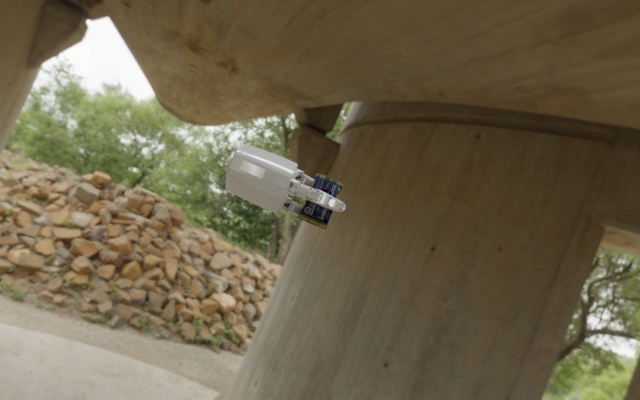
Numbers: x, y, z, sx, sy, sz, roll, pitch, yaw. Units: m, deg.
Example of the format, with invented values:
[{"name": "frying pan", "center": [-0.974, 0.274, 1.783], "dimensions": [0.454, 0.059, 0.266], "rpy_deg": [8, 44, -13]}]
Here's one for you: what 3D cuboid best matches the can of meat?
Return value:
[{"name": "can of meat", "center": [0.000, 0.003, 0.858], "dimensions": [0.057, 0.084, 0.102], "rpy_deg": [22, -4, -1]}]
